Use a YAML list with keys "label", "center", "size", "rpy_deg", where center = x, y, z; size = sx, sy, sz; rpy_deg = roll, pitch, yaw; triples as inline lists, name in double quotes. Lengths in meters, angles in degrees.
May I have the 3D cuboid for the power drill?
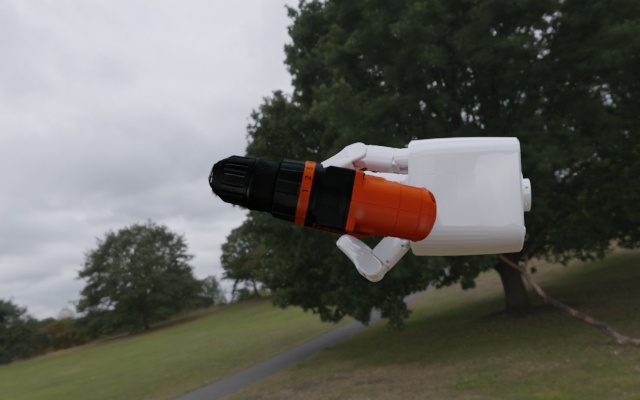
- label: "power drill"
  center: [0.000, 0.002, 0.454]
  size: [0.184, 0.057, 0.187]
  rpy_deg: [12, -2, 0]
